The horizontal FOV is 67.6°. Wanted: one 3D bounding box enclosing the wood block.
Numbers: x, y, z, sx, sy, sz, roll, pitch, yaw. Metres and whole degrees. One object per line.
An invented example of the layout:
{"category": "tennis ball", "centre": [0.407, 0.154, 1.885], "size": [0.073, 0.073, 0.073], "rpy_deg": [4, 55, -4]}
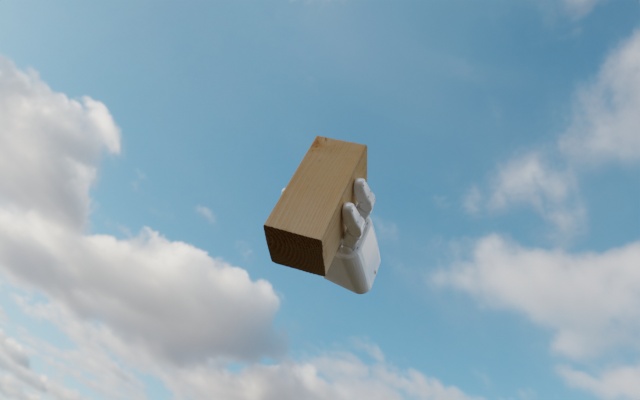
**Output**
{"category": "wood block", "centre": [0.000, 0.003, 0.746], "size": [0.091, 0.206, 0.090], "rpy_deg": [13, -41, 17]}
